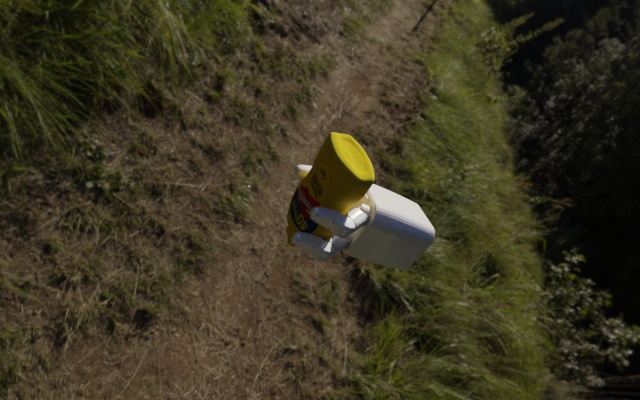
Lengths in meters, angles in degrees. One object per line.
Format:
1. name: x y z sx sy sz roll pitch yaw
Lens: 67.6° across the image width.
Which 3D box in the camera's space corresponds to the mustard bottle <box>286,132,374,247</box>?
1. mustard bottle: 0.000 0.002 0.683 0.058 0.096 0.192 2 -42 -35
